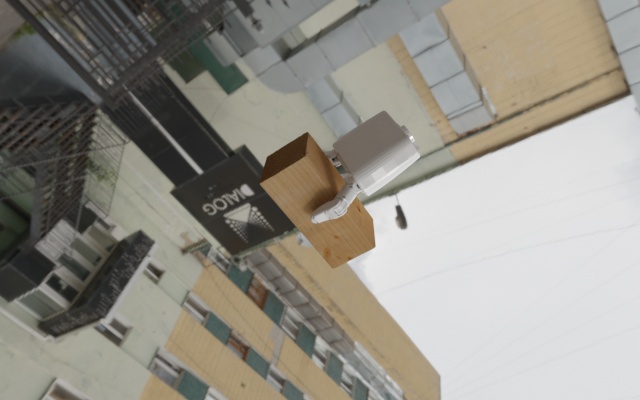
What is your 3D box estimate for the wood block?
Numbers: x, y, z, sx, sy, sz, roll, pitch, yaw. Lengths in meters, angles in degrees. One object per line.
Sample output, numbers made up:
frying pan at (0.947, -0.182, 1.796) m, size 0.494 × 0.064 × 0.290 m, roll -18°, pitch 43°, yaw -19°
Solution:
wood block at (0.001, 0.003, 0.800) m, size 0.090 × 0.206 × 0.090 m, roll -29°, pitch 27°, yaw 19°
